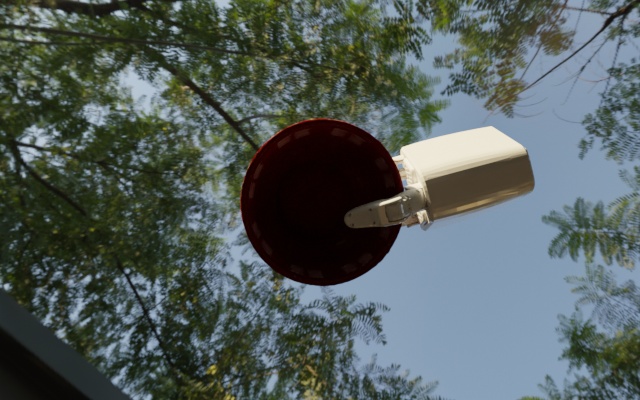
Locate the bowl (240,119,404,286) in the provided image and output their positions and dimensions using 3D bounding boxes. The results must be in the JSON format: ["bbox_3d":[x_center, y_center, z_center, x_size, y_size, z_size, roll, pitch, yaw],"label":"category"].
[{"bbox_3d":[-0.001,0.002,0.484,0.162,0.162,0.055,0,3,-11],"label":"bowl"}]
